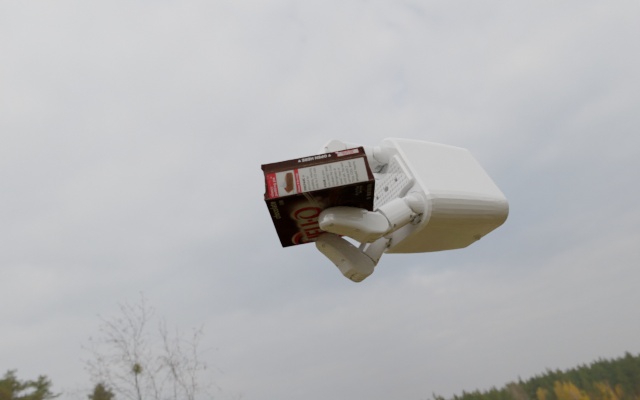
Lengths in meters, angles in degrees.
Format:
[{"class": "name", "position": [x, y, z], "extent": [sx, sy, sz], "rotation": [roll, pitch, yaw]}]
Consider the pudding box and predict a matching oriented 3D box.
[{"class": "pudding box", "position": [0.000, 0.001, 0.428], "extent": [0.090, 0.039, 0.114], "rotation": [-11, -28, -1]}]
